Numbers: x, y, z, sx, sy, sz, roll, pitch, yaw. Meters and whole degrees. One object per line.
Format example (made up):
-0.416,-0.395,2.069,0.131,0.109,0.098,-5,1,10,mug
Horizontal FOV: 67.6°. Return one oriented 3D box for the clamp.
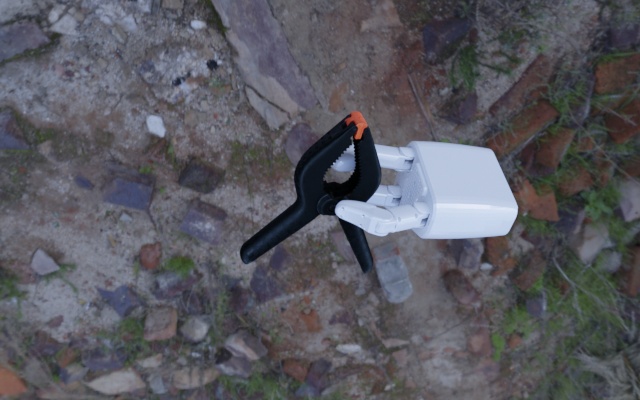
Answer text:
0.001,0.002,0.522,0.164,0.210,0.036,1,36,-15,clamp
